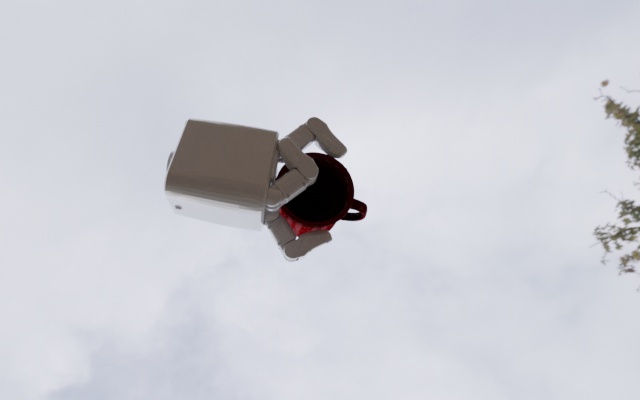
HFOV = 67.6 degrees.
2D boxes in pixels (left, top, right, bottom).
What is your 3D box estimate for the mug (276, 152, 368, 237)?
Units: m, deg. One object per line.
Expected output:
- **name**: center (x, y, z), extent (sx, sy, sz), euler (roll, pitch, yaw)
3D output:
- **mug**: center (0.001, 0.002, 0.589), extent (0.117, 0.093, 0.081), euler (13, -21, -4)
